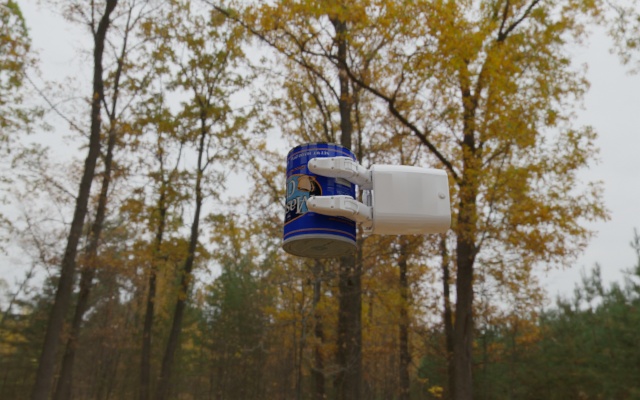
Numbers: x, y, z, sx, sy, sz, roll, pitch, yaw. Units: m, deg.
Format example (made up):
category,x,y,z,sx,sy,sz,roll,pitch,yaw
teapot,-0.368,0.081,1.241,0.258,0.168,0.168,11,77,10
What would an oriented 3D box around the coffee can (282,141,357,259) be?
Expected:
category,x,y,z,sx,sy,sz,roll,pitch,yaw
coffee can,0.000,0.002,0.677,0.103,0.140,0.103,1,-21,0
